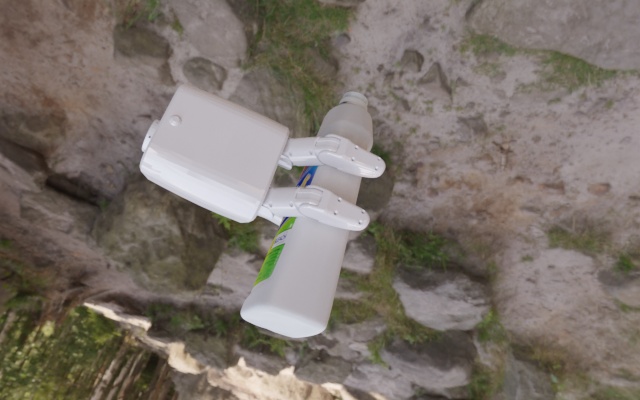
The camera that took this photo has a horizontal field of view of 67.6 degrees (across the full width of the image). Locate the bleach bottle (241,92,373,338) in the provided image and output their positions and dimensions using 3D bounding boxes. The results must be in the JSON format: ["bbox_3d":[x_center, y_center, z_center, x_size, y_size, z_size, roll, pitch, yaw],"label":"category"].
[{"bbox_3d":[0.000,0.002,0.472,0.068,0.250,0.102,24,-26,-13],"label":"bleach bottle"}]
